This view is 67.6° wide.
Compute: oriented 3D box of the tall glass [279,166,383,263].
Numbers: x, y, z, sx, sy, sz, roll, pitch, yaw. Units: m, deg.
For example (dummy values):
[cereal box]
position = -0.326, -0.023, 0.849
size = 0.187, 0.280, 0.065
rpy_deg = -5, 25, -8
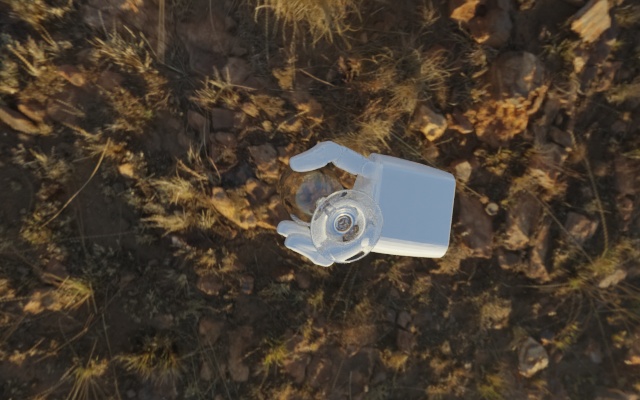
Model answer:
[tall glass]
position = 0.000, 0.002, 0.552
size = 0.079, 0.079, 0.201
rpy_deg = 0, 14, -16
